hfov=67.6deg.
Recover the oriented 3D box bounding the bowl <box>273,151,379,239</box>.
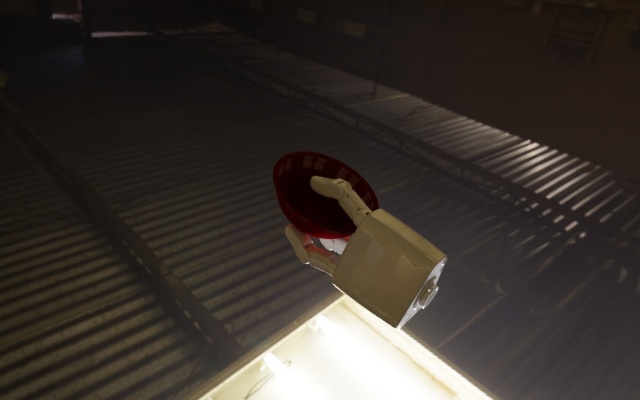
[{"bbox_3d":[-0.001,0.002,0.681,0.162,0.162,0.055,0,-44,-33],"label":"bowl"}]
